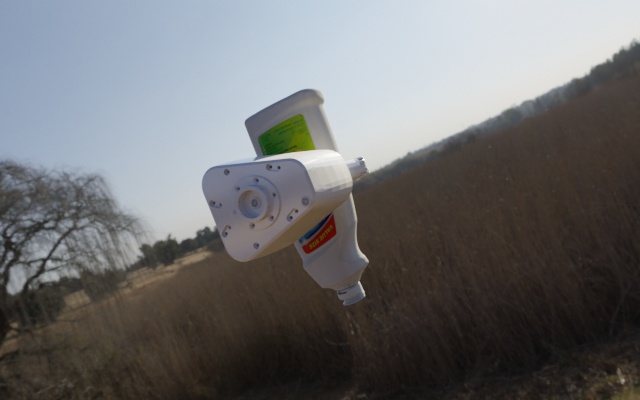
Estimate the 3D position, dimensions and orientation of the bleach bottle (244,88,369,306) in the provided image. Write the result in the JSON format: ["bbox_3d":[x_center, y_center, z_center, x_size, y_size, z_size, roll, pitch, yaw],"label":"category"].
[{"bbox_3d":[0.000,0.002,0.574,0.102,0.251,0.068,-23,-1,21],"label":"bleach bottle"}]
